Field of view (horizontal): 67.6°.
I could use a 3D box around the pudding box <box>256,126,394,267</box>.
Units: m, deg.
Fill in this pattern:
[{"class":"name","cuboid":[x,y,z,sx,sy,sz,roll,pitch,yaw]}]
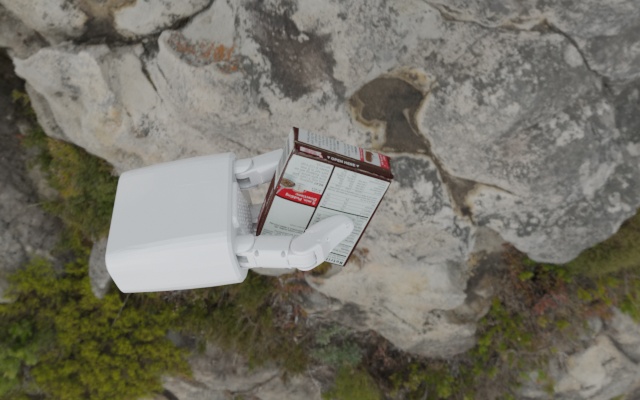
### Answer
[{"class":"pudding box","cuboid":[0.000,0.001,0.418,0.090,0.114,0.039,15,39,-13]}]
